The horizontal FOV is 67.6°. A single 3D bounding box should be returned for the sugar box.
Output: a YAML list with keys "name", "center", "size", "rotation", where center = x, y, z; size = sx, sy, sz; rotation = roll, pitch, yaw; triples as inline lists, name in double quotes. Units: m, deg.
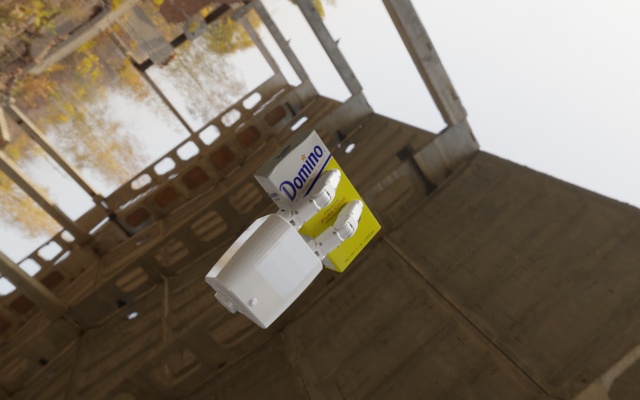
- name: "sugar box"
  center: [0.000, 0.002, 0.640]
  size: [0.093, 0.176, 0.048]
  rotation: [-47, 28, -21]
